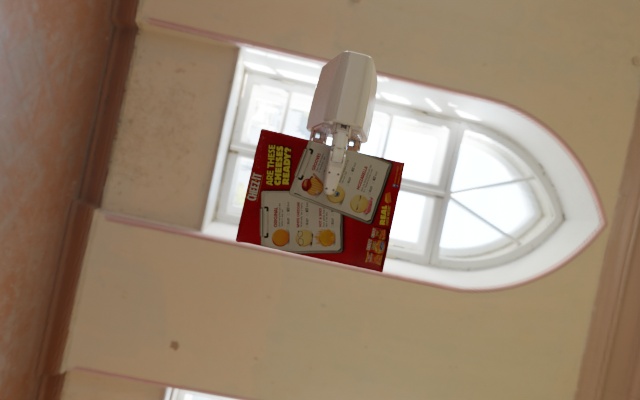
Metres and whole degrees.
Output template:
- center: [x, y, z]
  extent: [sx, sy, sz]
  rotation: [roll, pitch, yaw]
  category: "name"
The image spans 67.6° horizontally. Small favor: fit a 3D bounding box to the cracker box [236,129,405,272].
- center: [0.000, 0.002, 0.701]
  extent: [0.214, 0.164, 0.072]
  rotation: [13, -5, -4]
  category: "cracker box"
